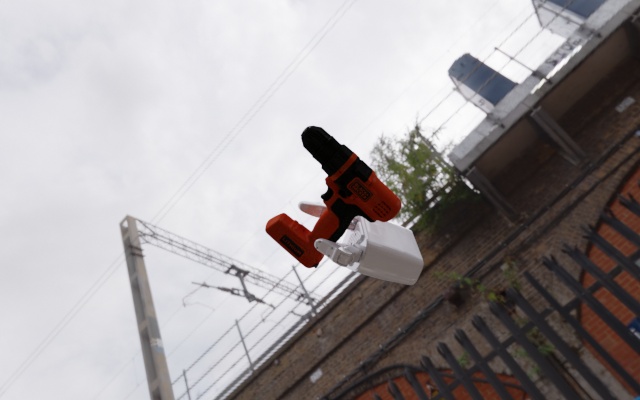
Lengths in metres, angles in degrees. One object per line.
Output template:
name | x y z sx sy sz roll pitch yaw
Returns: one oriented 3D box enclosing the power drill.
power drill | 0.000 0.003 0.728 0.188 0.184 0.057 -44 6 27
